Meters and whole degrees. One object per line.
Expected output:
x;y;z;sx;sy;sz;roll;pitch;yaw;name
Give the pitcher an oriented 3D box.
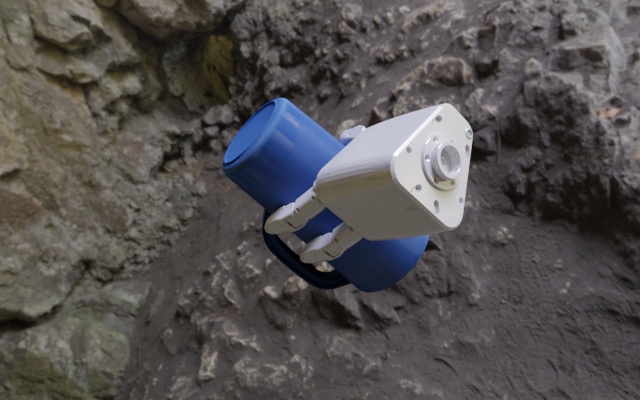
0.000;0.002;0.574;0.243;0.149;0.145;39;-25;-24;pitcher
